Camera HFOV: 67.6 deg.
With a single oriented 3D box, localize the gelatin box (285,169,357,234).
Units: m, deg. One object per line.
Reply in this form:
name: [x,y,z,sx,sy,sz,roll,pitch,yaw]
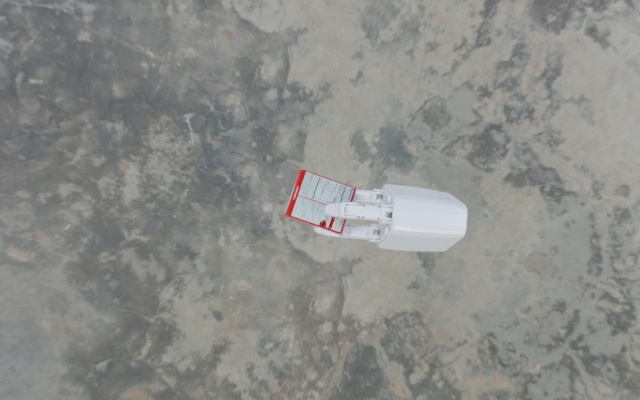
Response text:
gelatin box: [0.000,0.002,0.707,0.089,0.073,0.030,19,-3,-7]
